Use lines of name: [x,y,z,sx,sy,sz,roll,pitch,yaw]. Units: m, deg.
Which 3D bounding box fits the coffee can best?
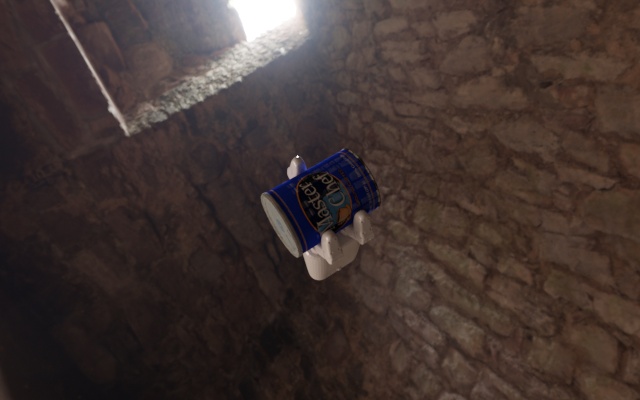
coffee can: [0.000,0.002,0.687,0.140,0.103,0.103,-30,9,-15]
